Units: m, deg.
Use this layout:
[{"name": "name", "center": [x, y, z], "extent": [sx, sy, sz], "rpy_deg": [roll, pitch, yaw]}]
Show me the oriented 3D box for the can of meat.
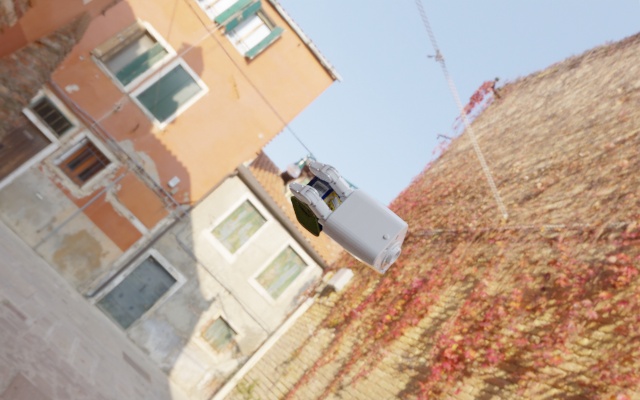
[{"name": "can of meat", "center": [0.000, 0.003, 0.847], "extent": [0.057, 0.084, 0.102], "rpy_deg": [36, -21, 26]}]
